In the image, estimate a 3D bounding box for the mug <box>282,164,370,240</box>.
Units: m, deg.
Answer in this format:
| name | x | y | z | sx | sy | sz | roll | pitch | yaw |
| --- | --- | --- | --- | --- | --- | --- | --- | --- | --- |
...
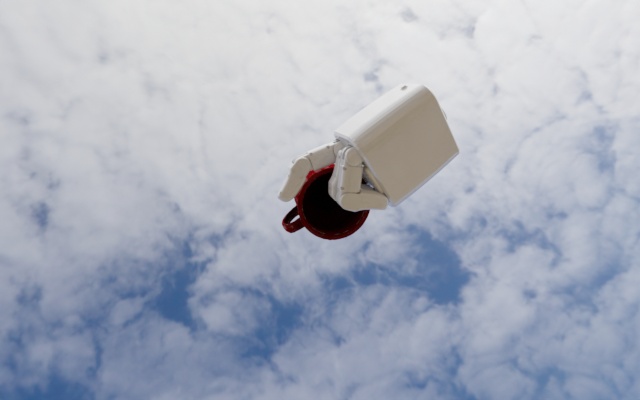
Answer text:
| name | x | y | z | sx | sy | sz | roll | pitch | yaw |
| --- | --- | --- | --- | --- | --- | --- | --- | --- | --- |
| mug | -0.001 | 0.003 | 0.622 | 0.117 | 0.093 | 0.081 | -37 | 19 | -1 |
